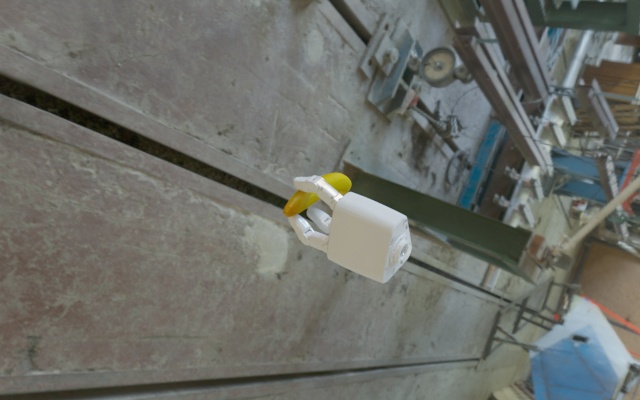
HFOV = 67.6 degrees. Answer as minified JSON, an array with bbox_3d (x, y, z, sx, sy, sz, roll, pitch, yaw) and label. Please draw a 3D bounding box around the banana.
[{"bbox_3d":[0.006,-0.015,0.855,0.037,0.070,0.198,24,20,29],"label":"banana"}]
